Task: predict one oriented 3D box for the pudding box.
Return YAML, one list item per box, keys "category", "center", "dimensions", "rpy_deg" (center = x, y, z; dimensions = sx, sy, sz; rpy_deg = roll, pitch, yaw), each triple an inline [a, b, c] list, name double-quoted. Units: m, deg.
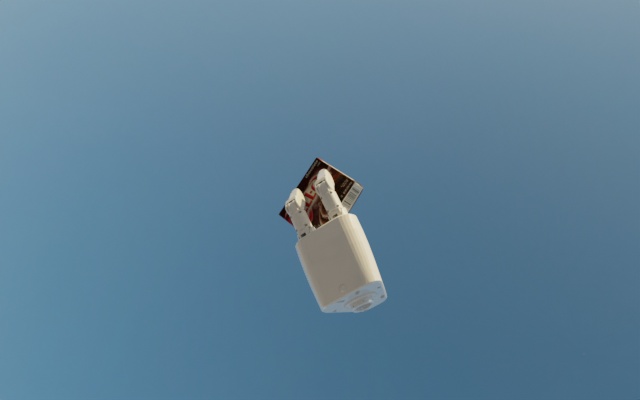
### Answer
- category: "pudding box"
  center: [0.000, 0.003, 0.741]
  dimensions: [0.090, 0.113, 0.039]
  rpy_deg: [35, 1, 36]
